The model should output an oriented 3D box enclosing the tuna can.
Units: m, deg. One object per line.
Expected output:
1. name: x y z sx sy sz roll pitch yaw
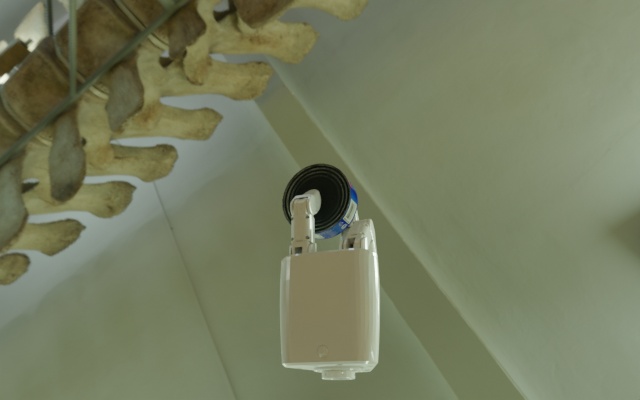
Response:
1. tuna can: 0.000 0.002 0.568 0.086 0.086 0.034 0 -19 23
